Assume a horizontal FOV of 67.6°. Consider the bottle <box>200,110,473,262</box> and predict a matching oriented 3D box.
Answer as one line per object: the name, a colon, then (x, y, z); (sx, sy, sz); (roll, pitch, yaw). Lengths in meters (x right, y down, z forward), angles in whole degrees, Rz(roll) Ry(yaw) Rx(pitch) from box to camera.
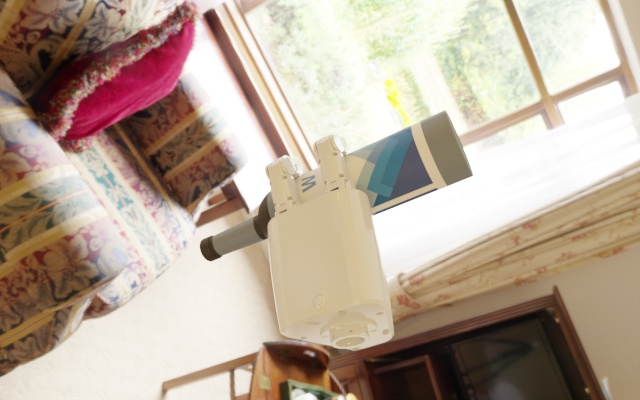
bottle: (0.000, 0.001, 0.487); (0.296, 0.069, 0.069); (-23, -8, 20)
